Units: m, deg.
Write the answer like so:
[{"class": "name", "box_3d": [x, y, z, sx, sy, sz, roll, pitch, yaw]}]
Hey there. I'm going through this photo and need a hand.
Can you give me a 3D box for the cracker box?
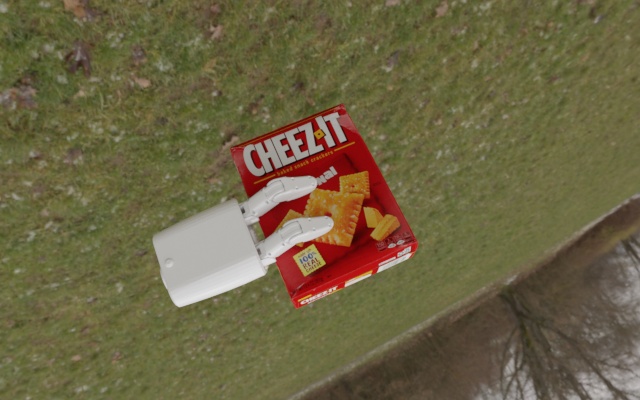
[{"class": "cracker box", "box_3d": [0.000, 0.002, 0.602, 0.164, 0.213, 0.072, -23, -21, -7]}]
